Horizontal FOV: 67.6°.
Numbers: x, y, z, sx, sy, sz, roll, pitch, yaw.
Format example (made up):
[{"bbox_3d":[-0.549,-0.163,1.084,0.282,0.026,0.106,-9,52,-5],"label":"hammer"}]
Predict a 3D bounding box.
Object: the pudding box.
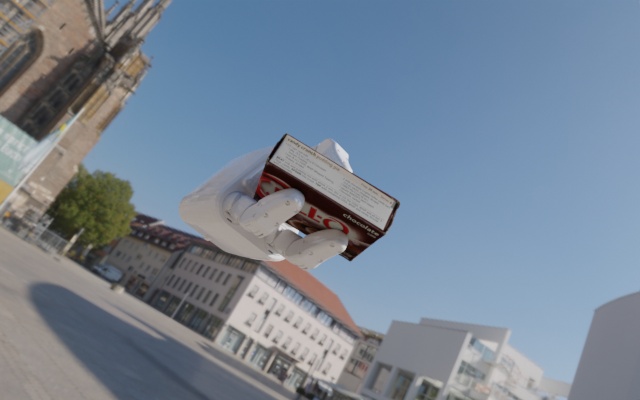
[{"bbox_3d":[0.000,0.001,0.417,0.113,0.039,0.090,29,-25,-3],"label":"pudding box"}]
